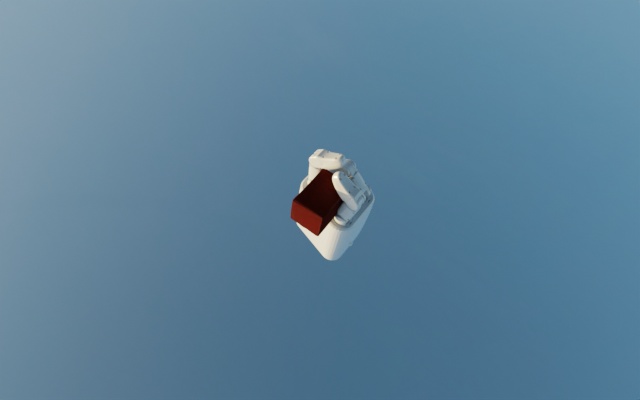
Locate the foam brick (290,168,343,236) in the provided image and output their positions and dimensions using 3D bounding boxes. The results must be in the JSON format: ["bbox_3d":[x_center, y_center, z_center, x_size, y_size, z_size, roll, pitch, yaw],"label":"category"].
[{"bbox_3d":[0.000,0.002,0.695,0.053,0.078,0.051,34,-34,13],"label":"foam brick"}]
